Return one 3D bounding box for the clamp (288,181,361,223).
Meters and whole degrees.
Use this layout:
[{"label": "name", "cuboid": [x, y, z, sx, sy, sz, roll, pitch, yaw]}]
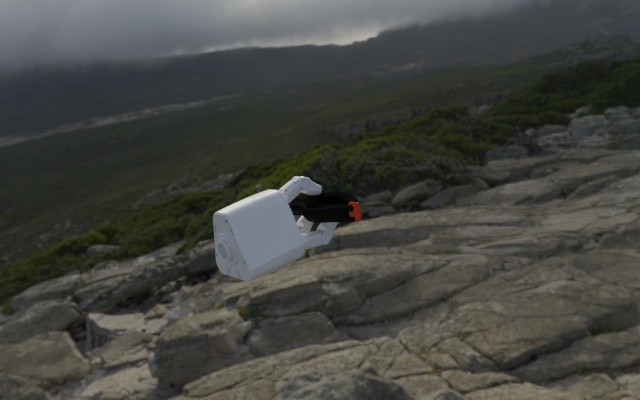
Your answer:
[{"label": "clamp", "cuboid": [0.000, 0.002, 0.823, 0.210, 0.036, 0.164, 6, 24, 45]}]
